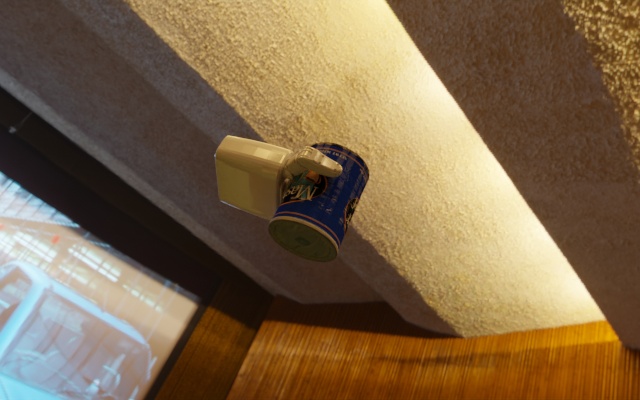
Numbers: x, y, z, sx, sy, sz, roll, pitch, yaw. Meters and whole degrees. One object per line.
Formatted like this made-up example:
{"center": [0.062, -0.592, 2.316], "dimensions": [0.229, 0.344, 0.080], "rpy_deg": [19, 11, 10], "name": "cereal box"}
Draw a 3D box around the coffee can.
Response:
{"center": [0.000, 0.002, 0.684], "dimensions": [0.103, 0.140, 0.103], "rpy_deg": [19, -31, 11], "name": "coffee can"}
